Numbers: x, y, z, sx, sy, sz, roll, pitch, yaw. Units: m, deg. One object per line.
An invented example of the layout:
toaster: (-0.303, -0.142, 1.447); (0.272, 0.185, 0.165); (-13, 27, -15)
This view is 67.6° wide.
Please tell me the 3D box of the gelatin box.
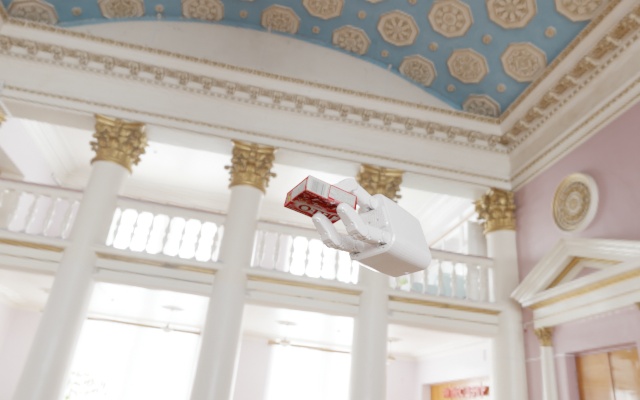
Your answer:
gelatin box: (0.000, 0.002, 0.728); (0.089, 0.030, 0.073); (23, -31, -22)
